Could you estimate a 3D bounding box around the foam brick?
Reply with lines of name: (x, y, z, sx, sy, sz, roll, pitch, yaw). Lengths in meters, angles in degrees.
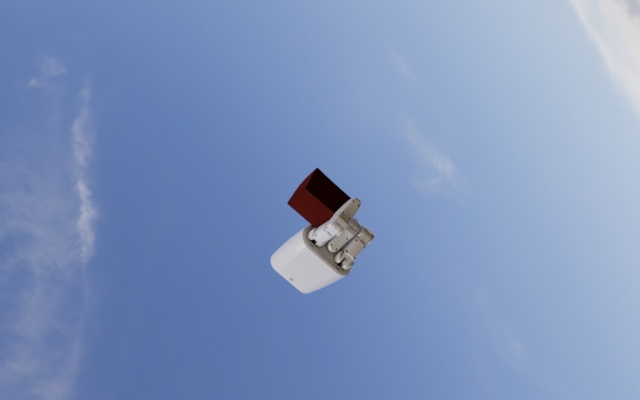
foam brick: (0.000, 0.002, 0.715, 0.051, 0.078, 0.053, -37, 15, 43)
